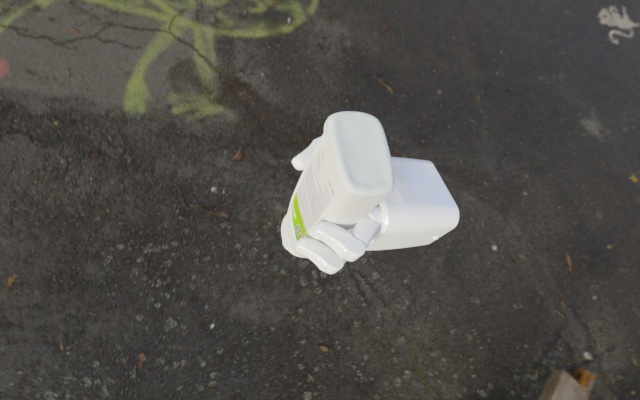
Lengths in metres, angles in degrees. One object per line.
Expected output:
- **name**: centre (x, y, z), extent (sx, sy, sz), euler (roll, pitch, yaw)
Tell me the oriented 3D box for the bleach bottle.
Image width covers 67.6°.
- **bleach bottle**: centre (0.000, 0.002, 0.587), extent (0.068, 0.102, 0.251), euler (-1, -23, -23)
